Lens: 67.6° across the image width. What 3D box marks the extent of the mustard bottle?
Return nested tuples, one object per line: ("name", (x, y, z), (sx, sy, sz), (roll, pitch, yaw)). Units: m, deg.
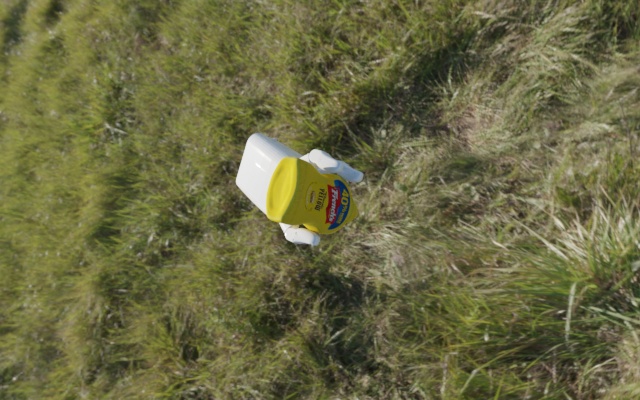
("mustard bottle", (0.000, 0.002, 0.746), (0.058, 0.096, 0.192), (10, -6, 38))
